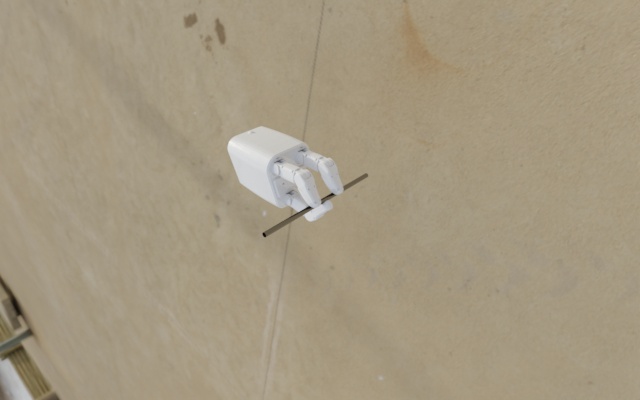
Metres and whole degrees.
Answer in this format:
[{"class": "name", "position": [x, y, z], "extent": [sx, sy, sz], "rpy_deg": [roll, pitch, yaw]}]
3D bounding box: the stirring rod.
[{"class": "stirring rod", "position": [0.000, 0.002, 0.752], "extent": [0.011, 0.011, 0.239], "rpy_deg": [0, 23, 46]}]
